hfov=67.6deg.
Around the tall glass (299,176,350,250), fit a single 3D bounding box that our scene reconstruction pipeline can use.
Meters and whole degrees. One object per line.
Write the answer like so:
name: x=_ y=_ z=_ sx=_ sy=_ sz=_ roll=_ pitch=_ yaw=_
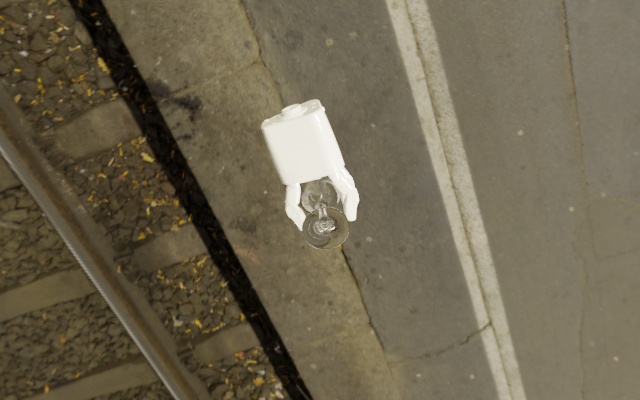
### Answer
tall glass: x=0.000 y=0.003 z=0.827 sx=0.079 sy=0.079 sz=0.201 roll=0 pitch=24 yaw=-5
